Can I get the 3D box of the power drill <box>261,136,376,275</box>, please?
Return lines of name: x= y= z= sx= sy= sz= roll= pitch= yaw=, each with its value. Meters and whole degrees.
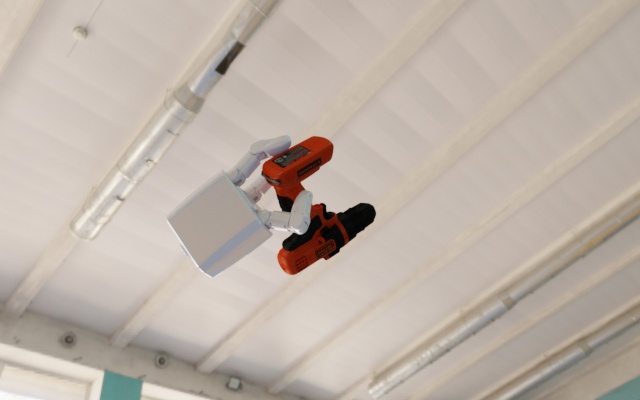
power drill: x=0.000 y=0.002 z=0.720 sx=0.184 sy=0.188 sz=0.057 roll=-32 pitch=35 yaw=-24
